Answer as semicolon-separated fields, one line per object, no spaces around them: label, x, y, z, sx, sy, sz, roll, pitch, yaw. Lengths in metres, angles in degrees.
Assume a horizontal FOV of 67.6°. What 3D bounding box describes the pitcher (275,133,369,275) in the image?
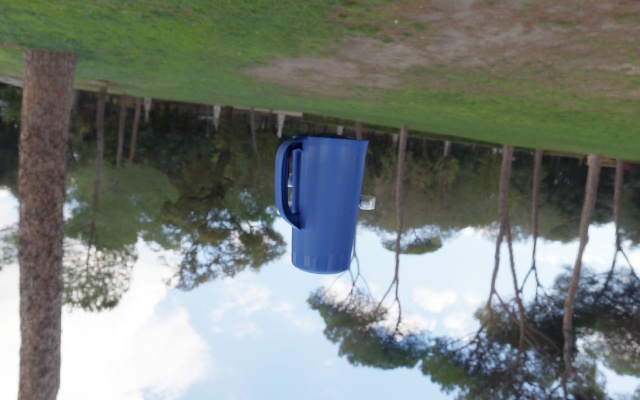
pitcher;0.000;0.003;0.845;0.149;0.243;0.145;5;7;5
